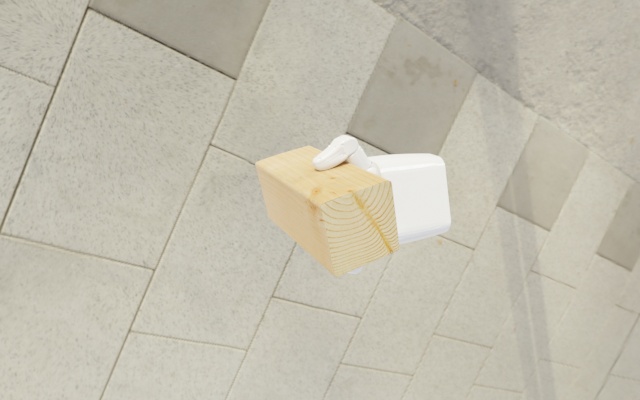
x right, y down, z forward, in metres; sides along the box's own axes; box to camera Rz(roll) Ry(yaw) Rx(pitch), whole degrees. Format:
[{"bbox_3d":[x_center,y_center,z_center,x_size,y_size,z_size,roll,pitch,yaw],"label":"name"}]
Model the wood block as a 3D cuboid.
[{"bbox_3d":[0.000,0.002,0.605,0.090,0.091,0.206,-20,24,-21],"label":"wood block"}]
